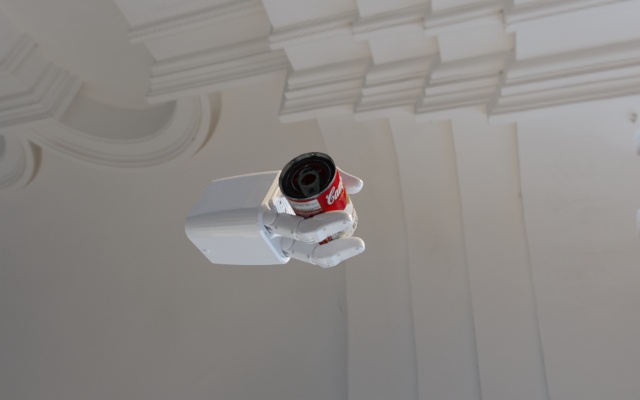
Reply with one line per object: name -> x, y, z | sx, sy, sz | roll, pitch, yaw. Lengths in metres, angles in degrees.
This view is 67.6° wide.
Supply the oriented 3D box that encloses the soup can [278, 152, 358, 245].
soup can -> 0.001, 0.002, 0.564 | 0.068, 0.068, 0.102 | 0, -37, 22
